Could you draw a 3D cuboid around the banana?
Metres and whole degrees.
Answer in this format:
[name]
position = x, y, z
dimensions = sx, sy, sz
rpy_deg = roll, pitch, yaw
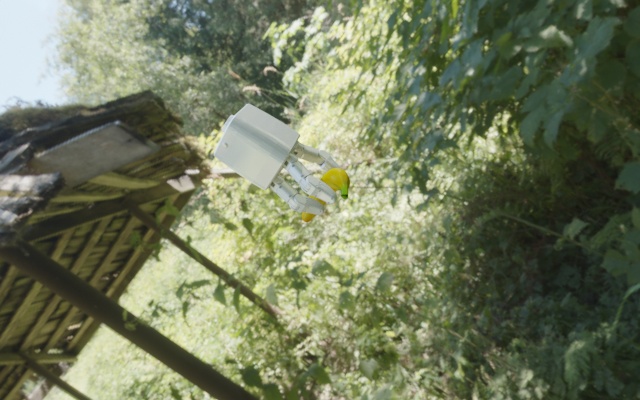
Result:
[banana]
position = 0.008, -0.014, 0.839
dimensions = 0.037, 0.069, 0.198
rpy_deg = 28, -22, -10
